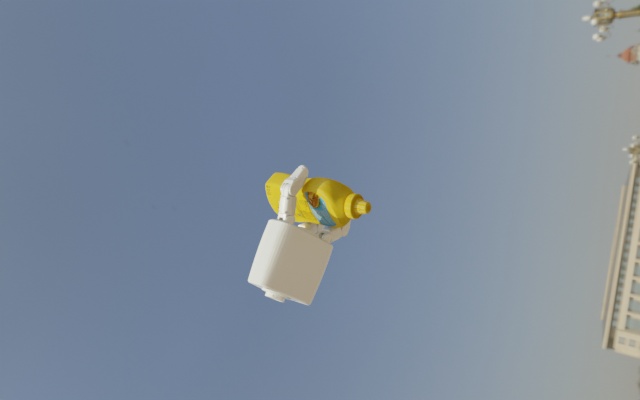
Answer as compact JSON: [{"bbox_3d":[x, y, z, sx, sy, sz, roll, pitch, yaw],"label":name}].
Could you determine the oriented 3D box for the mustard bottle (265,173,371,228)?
[{"bbox_3d":[0.000,0.002,0.803,0.191,0.096,0.058,8,47,38],"label":"mustard bottle"}]
